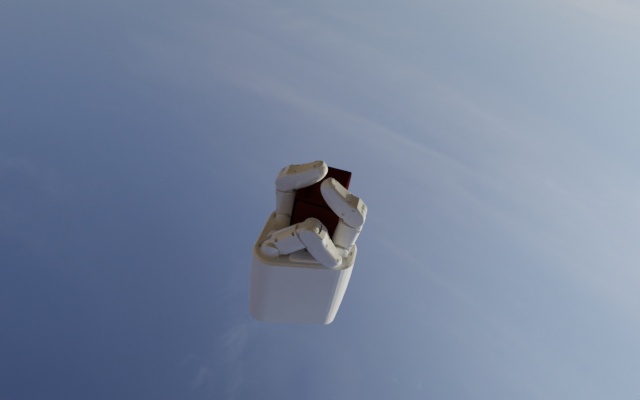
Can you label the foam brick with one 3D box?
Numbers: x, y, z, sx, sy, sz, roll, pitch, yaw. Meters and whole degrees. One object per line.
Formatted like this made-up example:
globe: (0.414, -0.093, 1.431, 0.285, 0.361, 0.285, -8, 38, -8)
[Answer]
foam brick: (0.000, 0.002, 0.545, 0.053, 0.051, 0.078, 15, 37, 5)
